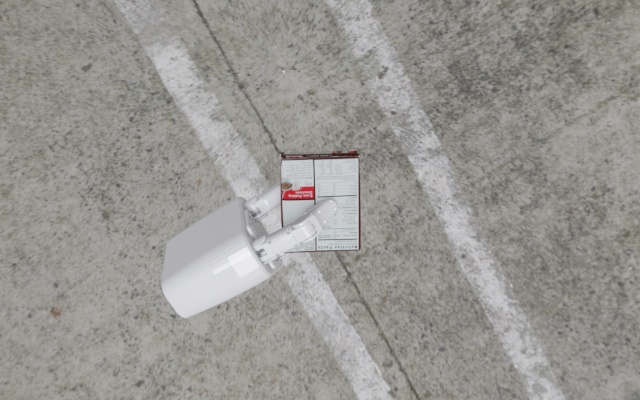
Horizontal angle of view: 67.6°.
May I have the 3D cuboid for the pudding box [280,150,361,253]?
[{"bbox_3d":[0.000,0.002,0.538,0.090,0.113,0.039,-2,16,-3],"label":"pudding box"}]
